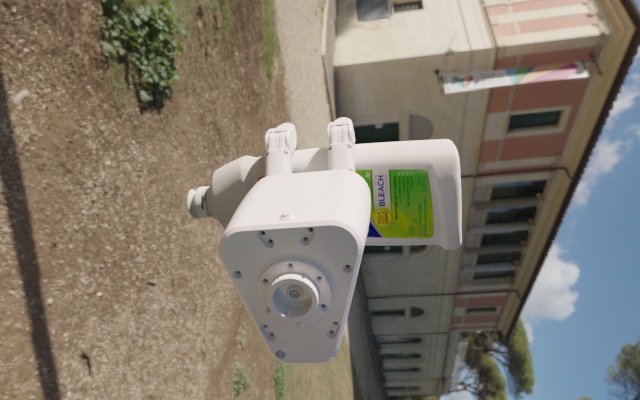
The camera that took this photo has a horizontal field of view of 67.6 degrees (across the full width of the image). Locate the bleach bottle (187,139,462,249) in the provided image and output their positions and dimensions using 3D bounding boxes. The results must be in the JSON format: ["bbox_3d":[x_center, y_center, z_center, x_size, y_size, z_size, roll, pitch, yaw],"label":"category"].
[{"bbox_3d":[0.000,0.001,0.453,0.251,0.102,0.068,-5,19,8],"label":"bleach bottle"}]
